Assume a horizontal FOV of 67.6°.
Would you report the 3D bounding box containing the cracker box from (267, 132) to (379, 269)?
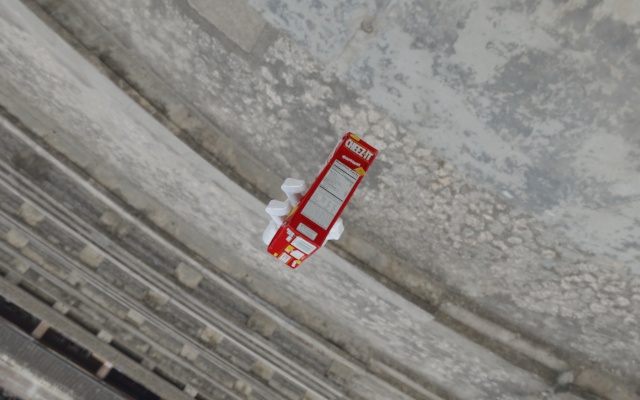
[{"bbox_3d":[0.000,0.003,0.845,0.072,0.213,0.164,34,-26,-3],"label":"cracker box"}]
